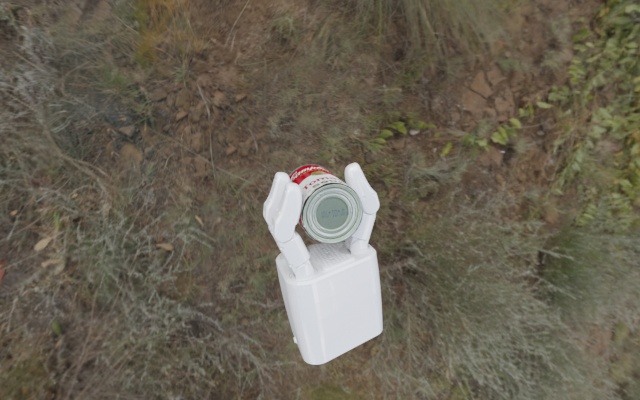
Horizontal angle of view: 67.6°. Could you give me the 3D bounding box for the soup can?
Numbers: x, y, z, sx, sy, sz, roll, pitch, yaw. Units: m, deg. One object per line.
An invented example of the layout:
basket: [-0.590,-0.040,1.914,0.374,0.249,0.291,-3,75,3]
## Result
soup can: [0.000,0.001,0.537,0.068,0.068,0.102,0,15,-15]
